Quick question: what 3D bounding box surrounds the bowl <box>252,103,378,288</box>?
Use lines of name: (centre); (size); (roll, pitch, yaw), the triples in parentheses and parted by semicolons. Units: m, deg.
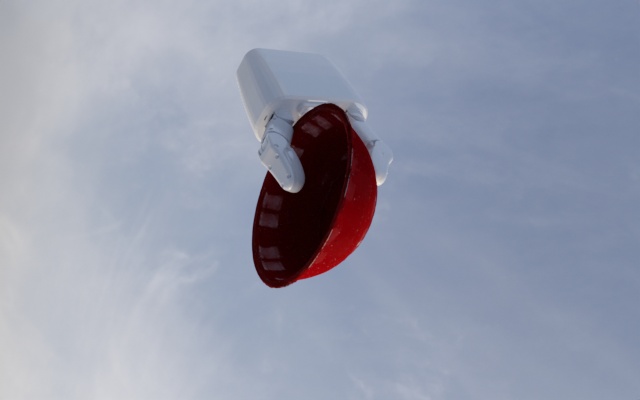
bowl: (0.001, 0.003, 0.414); (0.055, 0.162, 0.162); (20, -9, -27)
